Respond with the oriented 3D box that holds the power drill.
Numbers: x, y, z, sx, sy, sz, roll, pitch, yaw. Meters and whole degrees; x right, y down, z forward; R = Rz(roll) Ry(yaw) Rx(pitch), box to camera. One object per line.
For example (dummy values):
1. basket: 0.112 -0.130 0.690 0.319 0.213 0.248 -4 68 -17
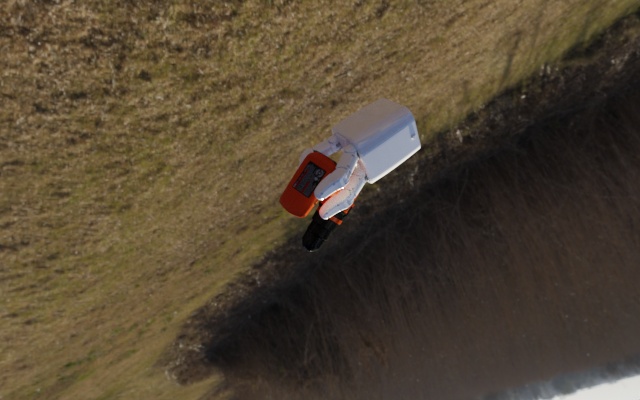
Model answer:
1. power drill: 0.000 0.002 0.823 0.057 0.184 0.188 32 2 21
